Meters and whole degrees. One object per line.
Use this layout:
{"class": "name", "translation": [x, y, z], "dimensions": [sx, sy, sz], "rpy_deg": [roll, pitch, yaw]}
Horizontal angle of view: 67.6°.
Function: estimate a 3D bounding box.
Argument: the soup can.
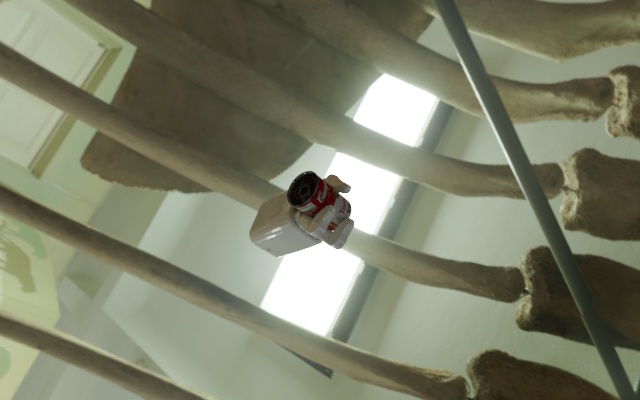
{"class": "soup can", "translation": [0.001, 0.003, 0.833], "dimensions": [0.068, 0.068, 0.102], "rpy_deg": [0, -28, 44]}
